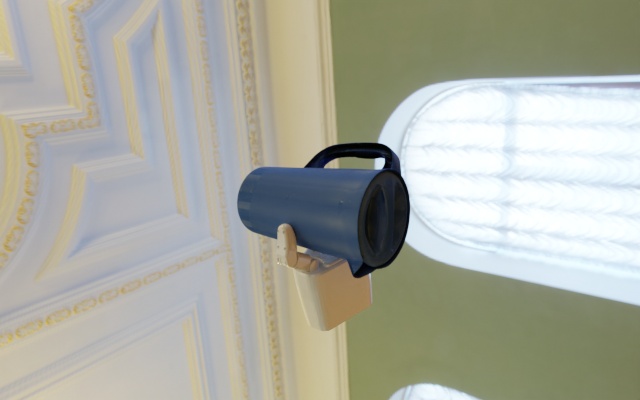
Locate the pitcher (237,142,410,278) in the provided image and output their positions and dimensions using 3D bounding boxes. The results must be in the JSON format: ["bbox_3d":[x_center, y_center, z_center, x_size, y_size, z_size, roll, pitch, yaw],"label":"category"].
[{"bbox_3d":[0.000,0.002,0.694,0.243,0.145,0.149,9,30,38],"label":"pitcher"}]
